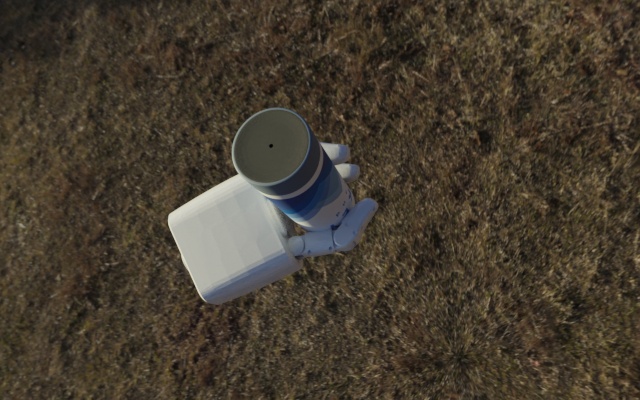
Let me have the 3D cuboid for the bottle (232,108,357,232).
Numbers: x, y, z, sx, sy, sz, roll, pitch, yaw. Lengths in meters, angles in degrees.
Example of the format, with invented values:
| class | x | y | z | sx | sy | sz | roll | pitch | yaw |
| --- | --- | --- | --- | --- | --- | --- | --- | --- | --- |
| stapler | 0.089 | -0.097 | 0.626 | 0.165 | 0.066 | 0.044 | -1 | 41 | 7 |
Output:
| class | x | y | z | sx | sy | sz | roll | pitch | yaw |
| --- | --- | --- | --- | --- | --- | --- | --- | --- | --- |
| bottle | 0.000 | 0.002 | 0.504 | 0.069 | 0.069 | 0.296 | 0 | -17 | 16 |
